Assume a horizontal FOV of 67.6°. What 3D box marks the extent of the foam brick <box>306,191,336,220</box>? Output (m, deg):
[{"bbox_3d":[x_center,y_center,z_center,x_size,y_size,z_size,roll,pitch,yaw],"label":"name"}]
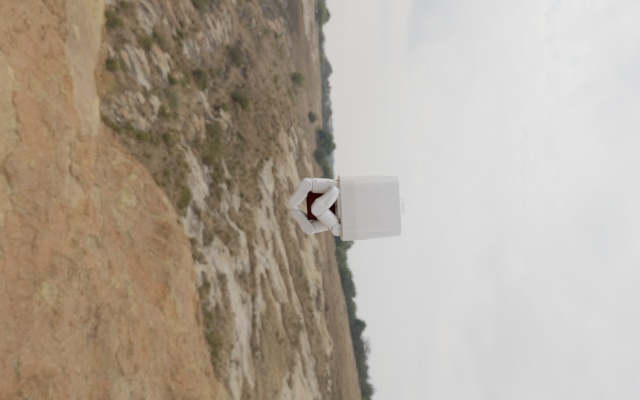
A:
[{"bbox_3d":[0.000,0.003,0.885,0.051,0.053,0.078,-3,12,-1],"label":"foam brick"}]
